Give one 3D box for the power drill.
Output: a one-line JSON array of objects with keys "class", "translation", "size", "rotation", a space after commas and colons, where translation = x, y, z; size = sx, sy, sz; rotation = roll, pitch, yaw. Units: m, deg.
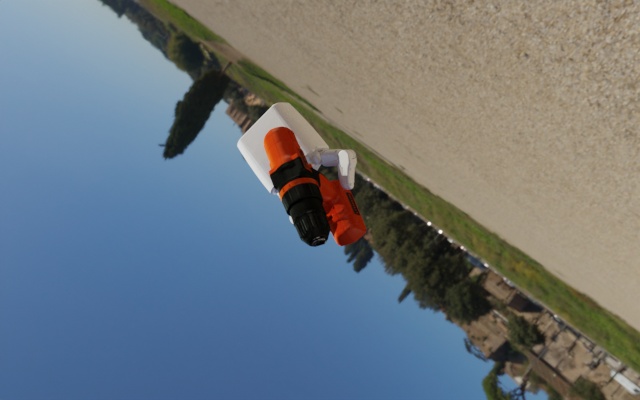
[{"class": "power drill", "translation": [0.000, 0.002, 0.674], "size": [0.057, 0.184, 0.188], "rotation": [-29, -31, 14]}]
